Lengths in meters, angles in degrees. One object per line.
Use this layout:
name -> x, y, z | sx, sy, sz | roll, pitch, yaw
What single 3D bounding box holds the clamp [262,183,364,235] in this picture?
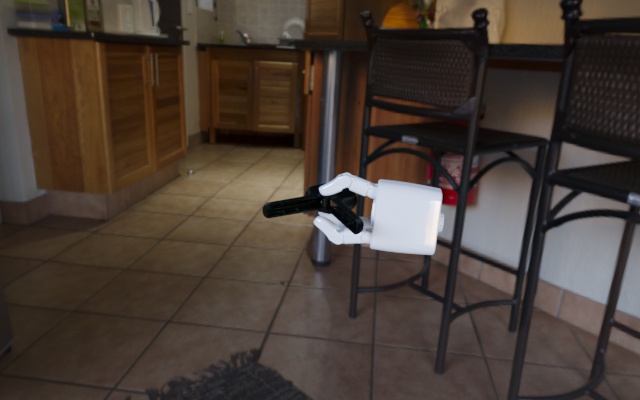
clamp -> 0.001, 0.002, 0.829 | 0.164, 0.036, 0.210 | 9, 18, 7
